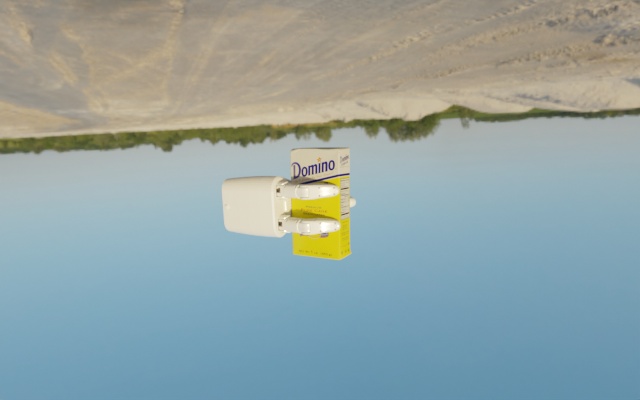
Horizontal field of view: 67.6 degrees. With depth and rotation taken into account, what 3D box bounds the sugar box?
[{"bbox_3d":[0.000,0.003,0.774,0.093,0.176,0.048,2,11,30],"label":"sugar box"}]
